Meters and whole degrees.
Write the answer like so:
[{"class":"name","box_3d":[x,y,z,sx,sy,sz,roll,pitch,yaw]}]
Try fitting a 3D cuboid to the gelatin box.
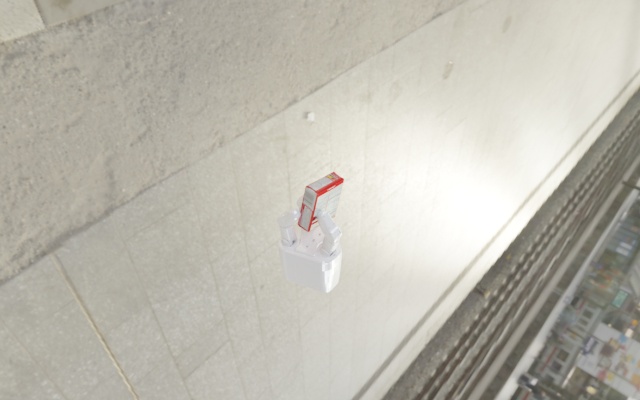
[{"class":"gelatin box","box_3d":[0.001,0.003,0.823,0.030,0.089,0.073,35,43,25]}]
